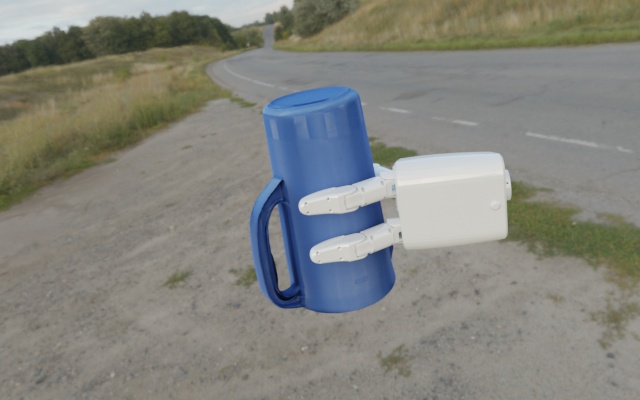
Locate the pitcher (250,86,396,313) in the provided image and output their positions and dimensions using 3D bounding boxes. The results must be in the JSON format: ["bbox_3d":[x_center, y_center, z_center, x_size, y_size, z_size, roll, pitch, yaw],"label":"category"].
[{"bbox_3d":[0.000,0.002,0.553,0.145,0.243,0.149,-5,22,15],"label":"pitcher"}]
